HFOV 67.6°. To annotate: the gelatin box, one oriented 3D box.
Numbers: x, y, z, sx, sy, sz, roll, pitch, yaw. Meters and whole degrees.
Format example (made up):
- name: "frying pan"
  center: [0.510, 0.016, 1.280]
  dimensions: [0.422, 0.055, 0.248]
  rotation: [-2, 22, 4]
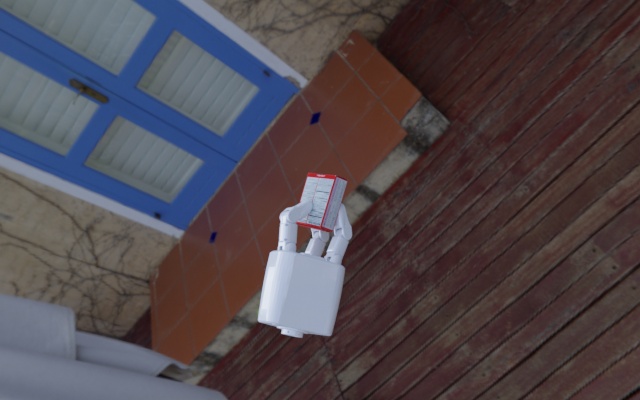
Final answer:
- name: "gelatin box"
  center: [0.000, 0.002, 0.765]
  dimensions: [0.030, 0.089, 0.073]
  rotation: [20, -7, -38]
